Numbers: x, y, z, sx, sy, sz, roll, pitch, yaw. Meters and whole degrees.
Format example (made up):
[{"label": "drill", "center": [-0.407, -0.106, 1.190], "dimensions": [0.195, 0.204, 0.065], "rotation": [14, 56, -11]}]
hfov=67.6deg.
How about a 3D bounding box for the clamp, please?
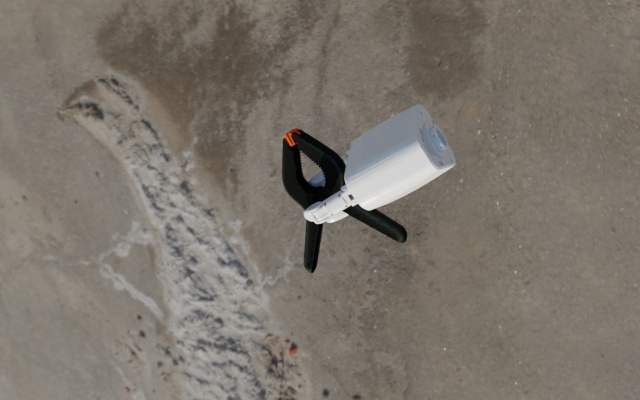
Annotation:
[{"label": "clamp", "center": [0.000, 0.002, 0.666], "dimensions": [0.164, 0.210, 0.036], "rotation": [-30, 9, 27]}]
